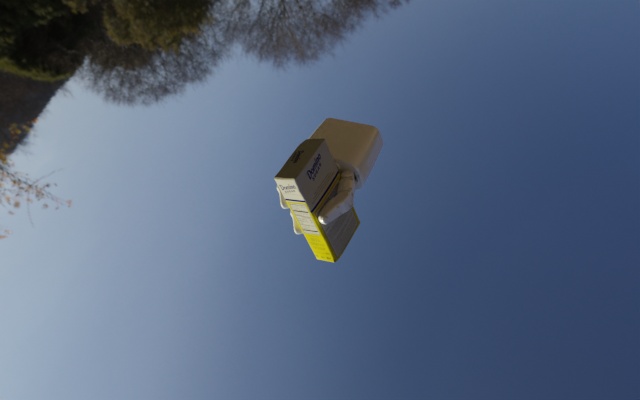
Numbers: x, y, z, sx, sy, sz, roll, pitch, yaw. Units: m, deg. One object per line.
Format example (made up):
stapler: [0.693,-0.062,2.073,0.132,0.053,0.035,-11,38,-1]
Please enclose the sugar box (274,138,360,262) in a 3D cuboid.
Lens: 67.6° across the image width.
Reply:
sugar box: [0.000,0.002,0.728,0.048,0.176,0.093,3,45,36]
